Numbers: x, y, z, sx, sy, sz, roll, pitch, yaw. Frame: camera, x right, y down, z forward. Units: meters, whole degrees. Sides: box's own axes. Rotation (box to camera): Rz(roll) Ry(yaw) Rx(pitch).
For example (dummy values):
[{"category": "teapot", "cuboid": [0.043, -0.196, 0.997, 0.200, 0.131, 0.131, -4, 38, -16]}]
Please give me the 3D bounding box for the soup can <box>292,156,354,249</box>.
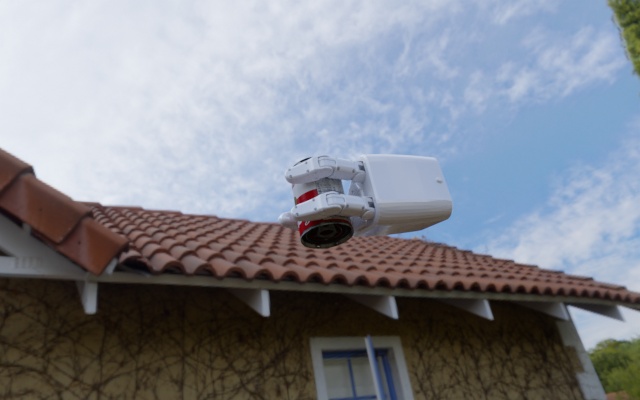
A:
[{"category": "soup can", "cuboid": [0.000, 0.002, 0.617, 0.068, 0.102, 0.068, -8, -30, -5]}]
